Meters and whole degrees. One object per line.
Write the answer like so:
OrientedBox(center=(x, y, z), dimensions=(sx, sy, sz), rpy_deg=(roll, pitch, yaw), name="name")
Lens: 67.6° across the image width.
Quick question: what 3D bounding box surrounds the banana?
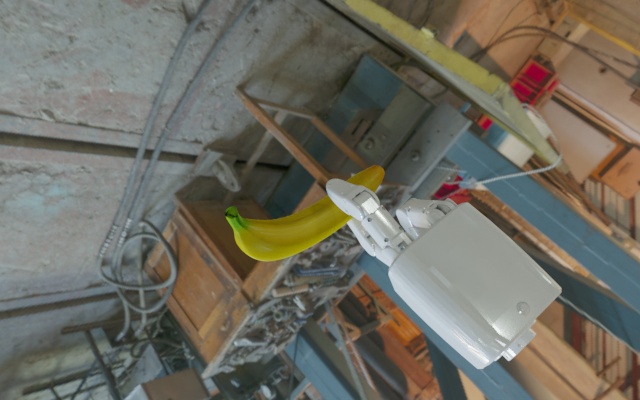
OrientedBox(center=(-0.008, 0.016, 0.464), dimensions=(0.198, 0.070, 0.037), rpy_deg=(-20, 56, -42), name="banana")
